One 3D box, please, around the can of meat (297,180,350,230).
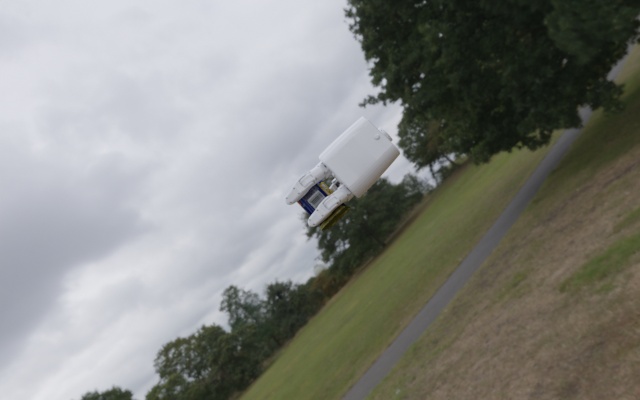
[{"bbox_3d":[0.000,0.003,0.852,0.057,0.084,0.102,-45,-9,7],"label":"can of meat"}]
